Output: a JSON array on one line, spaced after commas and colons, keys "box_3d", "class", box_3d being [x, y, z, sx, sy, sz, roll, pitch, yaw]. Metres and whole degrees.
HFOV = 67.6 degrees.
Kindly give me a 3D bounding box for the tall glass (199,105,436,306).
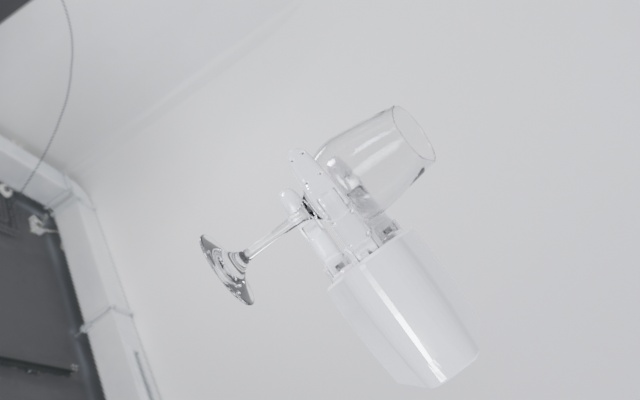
[{"box_3d": [-0.001, 0.002, 0.411, 0.201, 0.079, 0.079, -36, 0, 0], "class": "tall glass"}]
